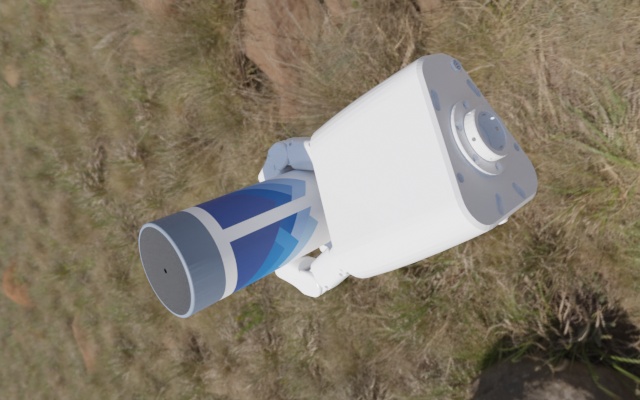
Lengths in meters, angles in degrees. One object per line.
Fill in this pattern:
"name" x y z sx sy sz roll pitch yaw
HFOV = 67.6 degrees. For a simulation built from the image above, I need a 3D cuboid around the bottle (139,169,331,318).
"bottle" 0.000 0.001 0.406 0.069 0.069 0.295 0 18 46
